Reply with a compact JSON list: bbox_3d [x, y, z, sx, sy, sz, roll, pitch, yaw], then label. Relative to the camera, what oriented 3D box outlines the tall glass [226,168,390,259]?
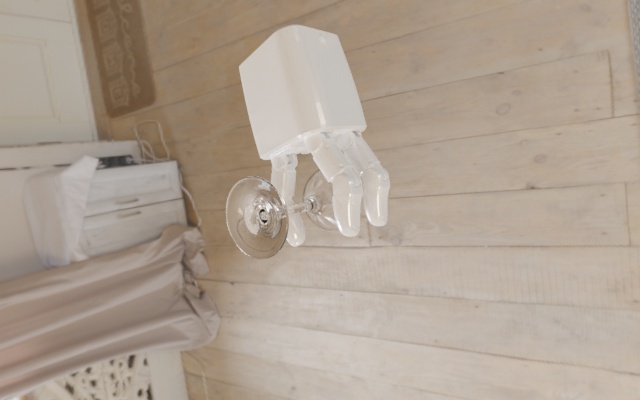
[{"bbox_3d":[0.000,0.002,0.499,0.079,0.079,0.201,0,8,36],"label":"tall glass"}]
